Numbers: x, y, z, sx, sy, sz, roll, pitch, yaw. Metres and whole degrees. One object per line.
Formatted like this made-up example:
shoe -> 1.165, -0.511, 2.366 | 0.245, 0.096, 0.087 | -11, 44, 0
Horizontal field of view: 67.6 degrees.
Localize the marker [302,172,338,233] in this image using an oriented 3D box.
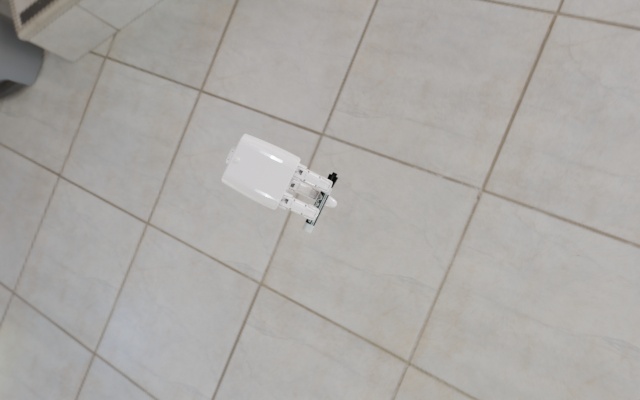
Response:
marker -> 0.000, 0.003, 0.885 | 0.020, 0.121, 0.020 | 26, 3, -1
